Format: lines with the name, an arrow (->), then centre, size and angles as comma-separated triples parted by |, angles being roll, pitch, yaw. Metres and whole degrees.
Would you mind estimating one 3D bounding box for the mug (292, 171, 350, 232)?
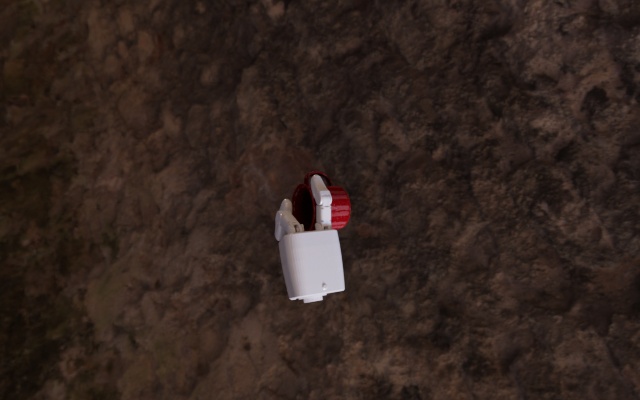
mug -> 0.000, 0.002, 0.889 | 0.081, 0.117, 0.093 | -2, -13, -29
